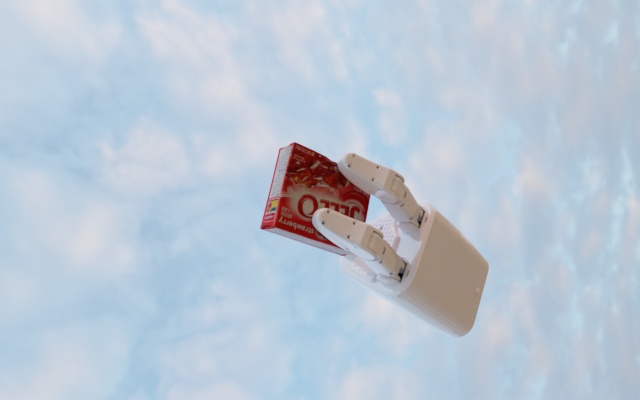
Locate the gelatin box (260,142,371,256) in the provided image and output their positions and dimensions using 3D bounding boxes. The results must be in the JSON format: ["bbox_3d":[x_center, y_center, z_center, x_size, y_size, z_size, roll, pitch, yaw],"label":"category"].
[{"bbox_3d":[0.000,0.001,0.407,0.089,0.073,0.030,21,-18,-29],"label":"gelatin box"}]
